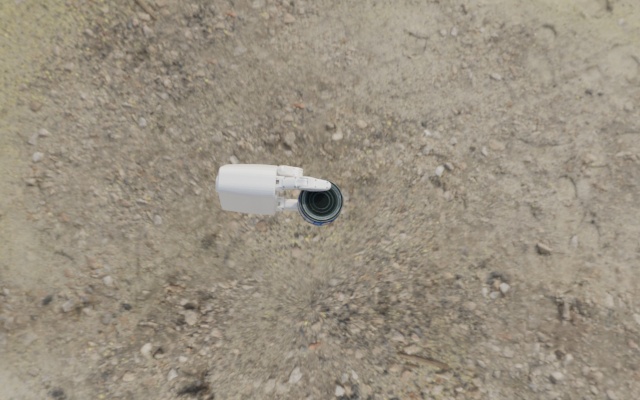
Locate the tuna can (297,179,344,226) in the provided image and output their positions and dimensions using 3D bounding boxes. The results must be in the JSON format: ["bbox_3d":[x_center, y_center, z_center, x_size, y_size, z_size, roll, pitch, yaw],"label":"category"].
[{"bbox_3d":[0.000,0.003,0.899,0.086,0.086,0.034,0,-12,-7],"label":"tuna can"}]
